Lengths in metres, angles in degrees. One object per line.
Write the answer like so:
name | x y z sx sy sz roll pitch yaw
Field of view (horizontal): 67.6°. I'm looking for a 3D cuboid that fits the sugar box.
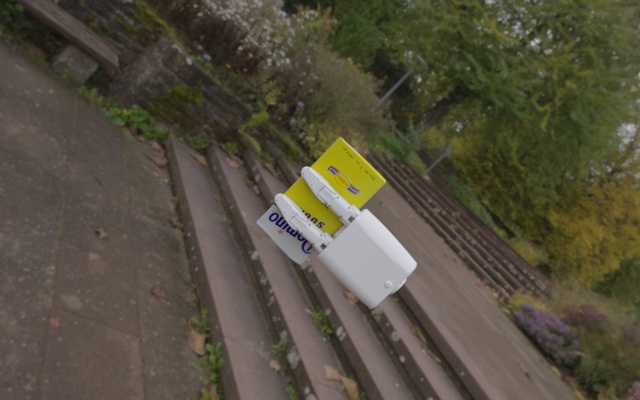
sugar box | 0.000 0.002 0.693 0.093 0.176 0.048 45 8 2
